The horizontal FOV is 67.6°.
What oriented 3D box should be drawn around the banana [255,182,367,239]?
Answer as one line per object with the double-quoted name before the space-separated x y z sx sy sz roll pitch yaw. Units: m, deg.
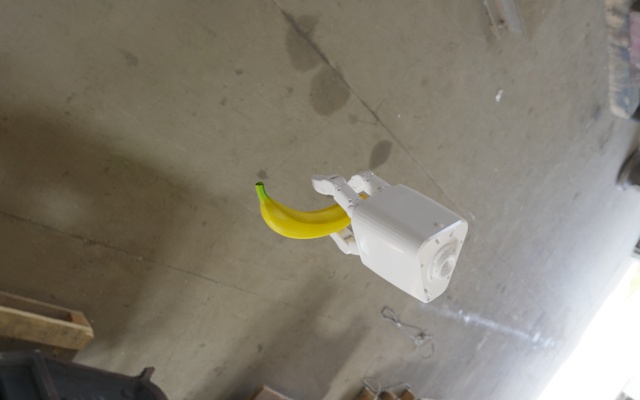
"banana" -0.008 0.019 0.655 0.198 0.069 0.037 6 17 -43
